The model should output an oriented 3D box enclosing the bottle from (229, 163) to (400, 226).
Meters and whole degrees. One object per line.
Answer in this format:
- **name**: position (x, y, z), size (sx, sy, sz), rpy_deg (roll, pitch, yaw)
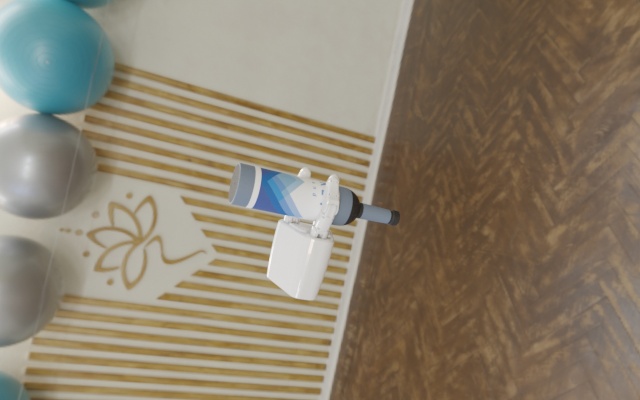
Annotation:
- **bottle**: position (0.000, 0.002, 0.796), size (0.296, 0.069, 0.069), rpy_deg (12, -5, -21)
